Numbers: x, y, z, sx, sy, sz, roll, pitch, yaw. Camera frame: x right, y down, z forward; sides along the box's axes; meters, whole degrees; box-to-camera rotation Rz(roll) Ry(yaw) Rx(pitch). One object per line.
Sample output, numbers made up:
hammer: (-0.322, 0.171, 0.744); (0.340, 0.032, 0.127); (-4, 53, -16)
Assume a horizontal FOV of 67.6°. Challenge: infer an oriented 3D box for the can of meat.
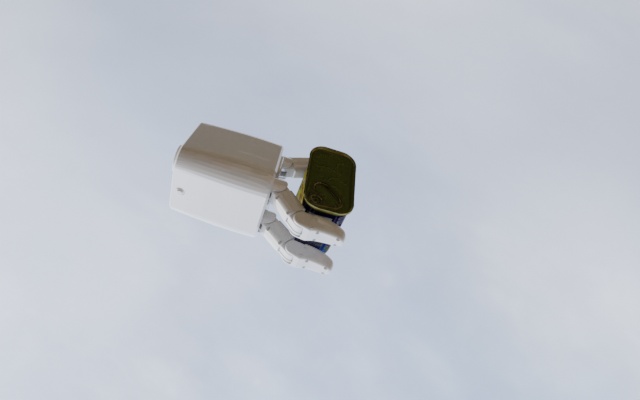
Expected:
can of meat: (0.000, 0.002, 0.564); (0.057, 0.102, 0.084); (16, -45, -9)
